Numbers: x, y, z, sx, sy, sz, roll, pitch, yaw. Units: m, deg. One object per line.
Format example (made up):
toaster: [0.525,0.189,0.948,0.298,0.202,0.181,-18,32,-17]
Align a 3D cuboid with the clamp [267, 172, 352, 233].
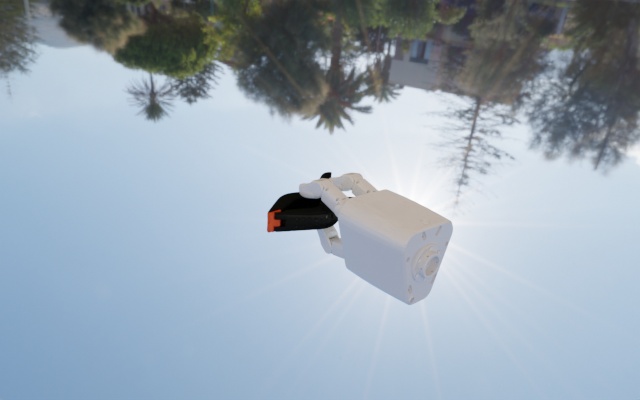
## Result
clamp: [0.000,0.003,0.689,0.210,0.036,0.164,-14,26,-38]
